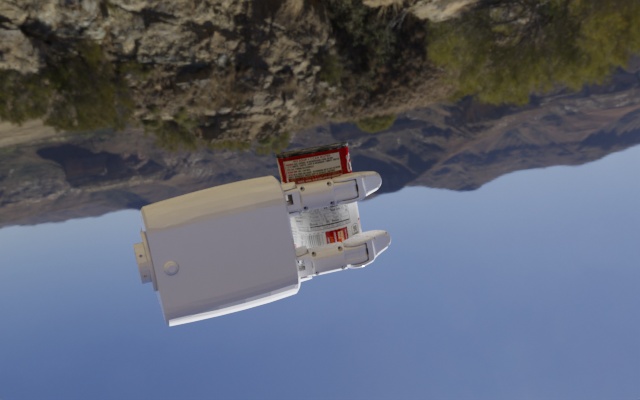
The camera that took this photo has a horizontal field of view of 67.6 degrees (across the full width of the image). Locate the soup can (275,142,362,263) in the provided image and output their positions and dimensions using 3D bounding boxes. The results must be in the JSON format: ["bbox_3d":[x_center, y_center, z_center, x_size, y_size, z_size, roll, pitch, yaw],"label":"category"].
[{"bbox_3d":[0.001,0.002,0.444,0.068,0.102,0.068,-10,7,1],"label":"soup can"}]
